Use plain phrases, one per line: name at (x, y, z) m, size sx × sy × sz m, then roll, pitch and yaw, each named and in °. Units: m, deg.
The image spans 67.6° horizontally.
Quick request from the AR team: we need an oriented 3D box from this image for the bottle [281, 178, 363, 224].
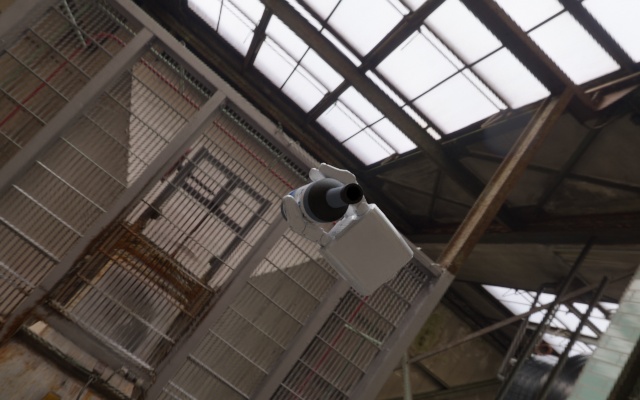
bottle at (0.000, 0.002, 0.747) m, size 0.069 × 0.069 × 0.296 m, roll 0°, pitch -5°, yaw -17°
